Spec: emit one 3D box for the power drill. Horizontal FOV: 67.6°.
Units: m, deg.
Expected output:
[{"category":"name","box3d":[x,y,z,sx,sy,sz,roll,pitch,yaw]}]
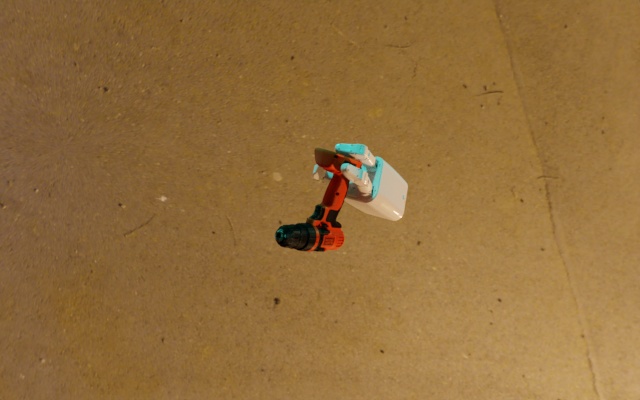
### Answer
[{"category":"power drill","box3d":[0.000,0.002,0.869,0.057,0.187,0.184,21,7,32]}]
